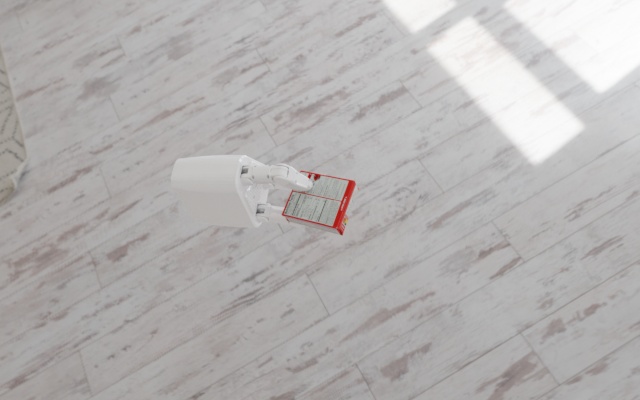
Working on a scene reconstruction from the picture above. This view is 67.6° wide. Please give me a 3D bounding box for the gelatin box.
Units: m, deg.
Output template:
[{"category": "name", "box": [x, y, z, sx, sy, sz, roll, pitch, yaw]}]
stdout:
[{"category": "gelatin box", "box": [0.000, 0.002, 0.664, 0.089, 0.073, 0.030, 12, -20, 25]}]
